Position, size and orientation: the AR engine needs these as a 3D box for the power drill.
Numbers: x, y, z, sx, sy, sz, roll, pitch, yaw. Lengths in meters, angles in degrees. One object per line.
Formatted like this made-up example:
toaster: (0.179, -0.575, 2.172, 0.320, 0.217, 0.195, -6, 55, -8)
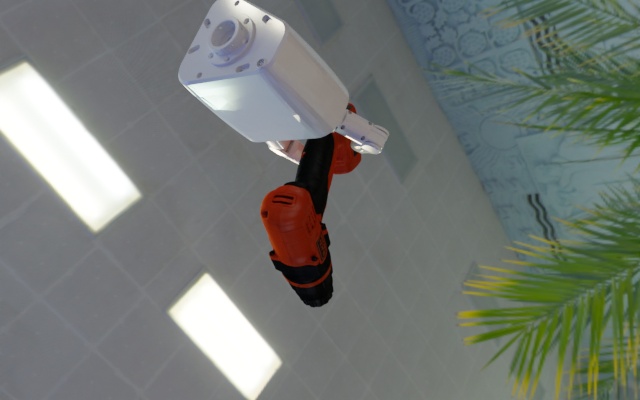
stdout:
power drill: (0.000, 0.001, 0.509, 0.057, 0.187, 0.185, 6, -36, 14)
